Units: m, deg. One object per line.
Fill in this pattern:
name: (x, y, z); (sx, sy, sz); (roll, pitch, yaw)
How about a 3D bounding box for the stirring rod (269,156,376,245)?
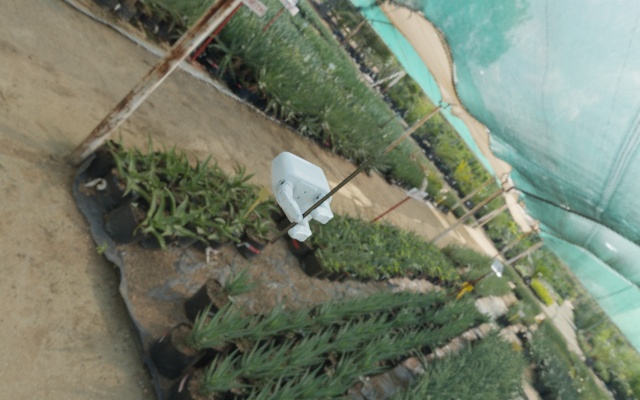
stirring rod: (0.000, 0.003, 0.828); (0.239, 0.011, 0.011); (-40, -13, 16)
